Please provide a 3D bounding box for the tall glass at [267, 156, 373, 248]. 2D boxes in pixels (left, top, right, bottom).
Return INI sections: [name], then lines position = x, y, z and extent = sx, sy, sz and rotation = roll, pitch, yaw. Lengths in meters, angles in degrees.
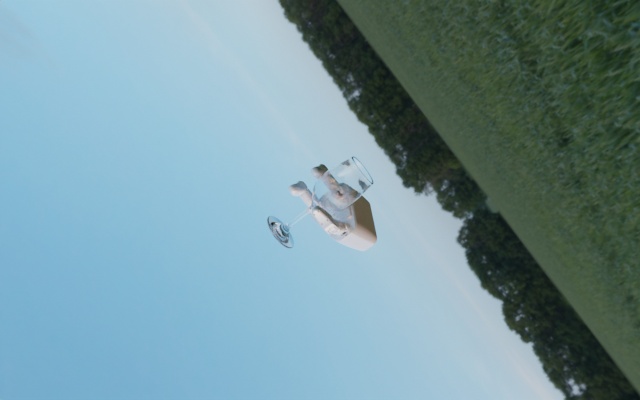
[tall glass]
position = 0.000, 0.003, 0.881
extent = 0.201, 0.079, 0.079
rotation = -37, -12, 16
